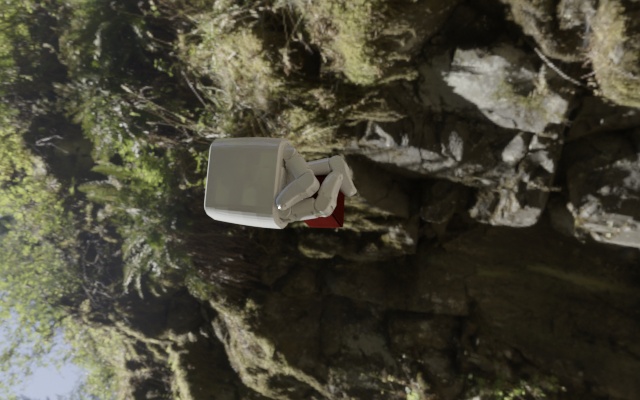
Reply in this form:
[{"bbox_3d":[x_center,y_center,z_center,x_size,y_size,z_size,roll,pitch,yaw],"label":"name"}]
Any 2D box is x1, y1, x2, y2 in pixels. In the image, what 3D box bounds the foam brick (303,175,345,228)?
[{"bbox_3d":[0.000,0.002,0.669,0.051,0.053,0.078,-2,-21,16],"label":"foam brick"}]
